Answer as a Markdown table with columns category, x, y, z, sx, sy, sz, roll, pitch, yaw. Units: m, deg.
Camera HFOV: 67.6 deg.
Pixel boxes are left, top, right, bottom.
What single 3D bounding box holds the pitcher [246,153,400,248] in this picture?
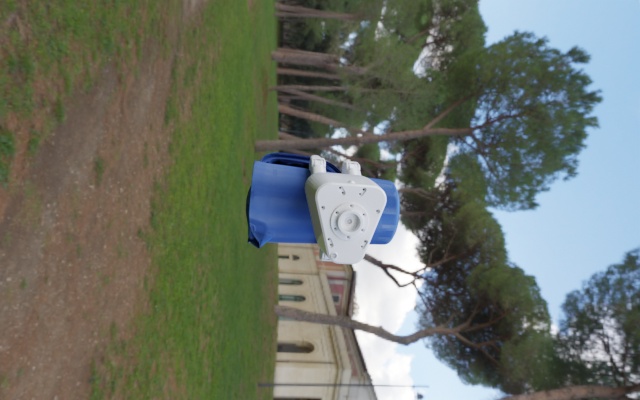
| category | x | y | z | sx | sy | sz | roll | pitch | yaw |
| --- | --- | --- | --- | --- | --- | --- | --- | --- | --- |
| pitcher | 0.000 | 0.003 | 0.792 | 0.243 | 0.149 | 0.145 | 5 | 6 | -7 |
